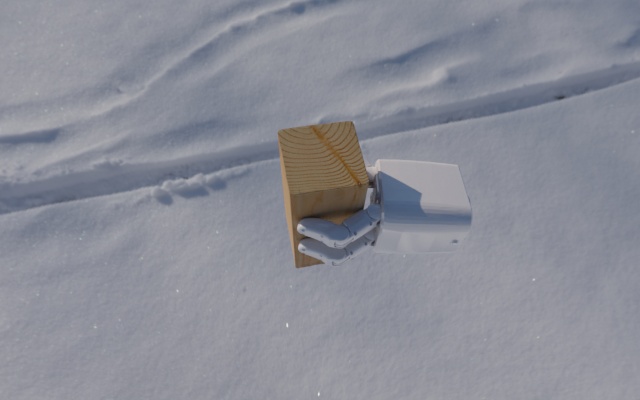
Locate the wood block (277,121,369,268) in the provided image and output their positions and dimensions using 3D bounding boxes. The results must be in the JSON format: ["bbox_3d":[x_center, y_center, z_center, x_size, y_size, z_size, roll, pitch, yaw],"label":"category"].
[{"bbox_3d":[0.000,0.002,0.614,0.090,0.090,0.206,-8,-30,-6],"label":"wood block"}]
